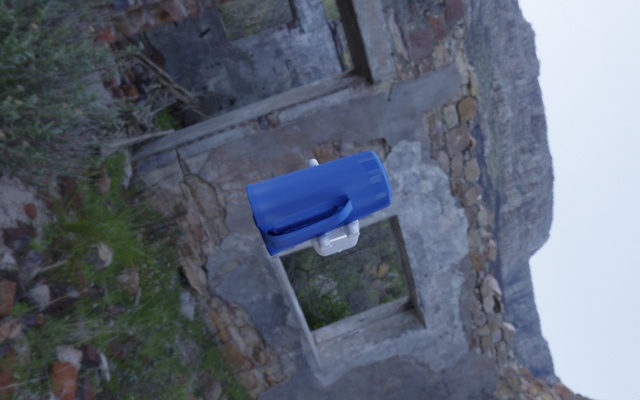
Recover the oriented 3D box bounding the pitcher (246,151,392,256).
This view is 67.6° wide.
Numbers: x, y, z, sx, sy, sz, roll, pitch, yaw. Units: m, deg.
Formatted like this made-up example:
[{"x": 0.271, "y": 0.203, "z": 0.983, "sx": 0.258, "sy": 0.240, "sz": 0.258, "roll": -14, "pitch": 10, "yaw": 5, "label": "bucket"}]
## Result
[{"x": 0.000, "y": 0.003, "z": 0.843, "sx": 0.243, "sy": 0.149, "sz": 0.145, "roll": -20, "pitch": -22, "yaw": -3, "label": "pitcher"}]
